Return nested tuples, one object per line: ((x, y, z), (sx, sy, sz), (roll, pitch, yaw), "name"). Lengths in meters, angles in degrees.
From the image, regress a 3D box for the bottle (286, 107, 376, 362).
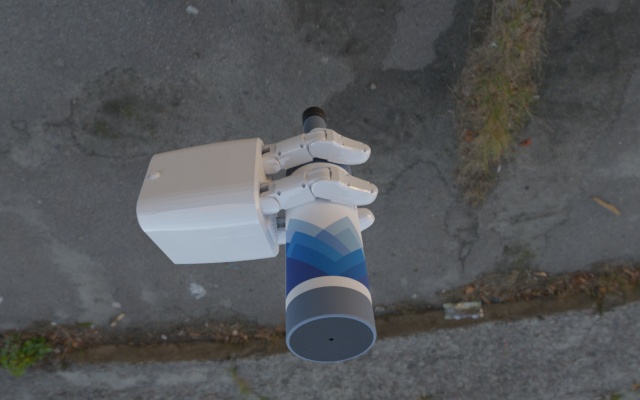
((0.000, 0.002, 0.455), (0.069, 0.069, 0.295), (0, 43, -4), "bottle")
